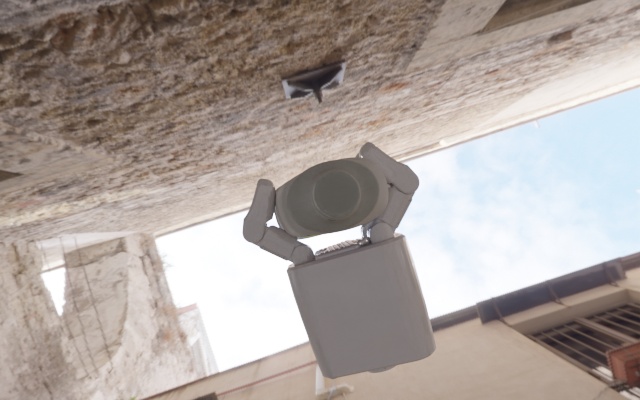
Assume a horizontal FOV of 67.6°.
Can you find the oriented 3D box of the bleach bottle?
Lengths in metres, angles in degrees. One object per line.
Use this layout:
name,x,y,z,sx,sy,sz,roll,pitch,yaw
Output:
bleach bottle,0.000,0.001,0.424,0.102,0.068,0.251,-16,-1,-1
